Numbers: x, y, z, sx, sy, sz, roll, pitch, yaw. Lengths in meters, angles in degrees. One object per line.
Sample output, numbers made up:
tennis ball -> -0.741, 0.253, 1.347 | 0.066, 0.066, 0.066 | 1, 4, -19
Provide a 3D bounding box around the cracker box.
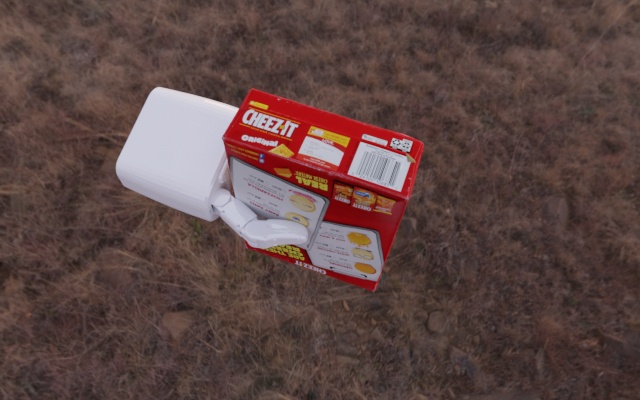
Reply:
cracker box -> 0.000, 0.002, 0.488 | 0.164, 0.072, 0.214 | 18, -29, 8
